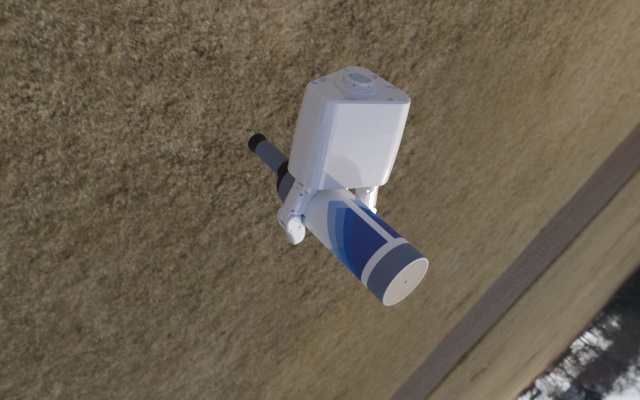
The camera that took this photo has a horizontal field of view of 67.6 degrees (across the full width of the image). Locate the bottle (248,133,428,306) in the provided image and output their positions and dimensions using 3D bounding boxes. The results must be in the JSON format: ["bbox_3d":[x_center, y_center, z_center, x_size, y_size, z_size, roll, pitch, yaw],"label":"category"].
[{"bbox_3d":[0.000,0.002,0.580,0.069,0.069,0.295,0,35,-48],"label":"bottle"}]
